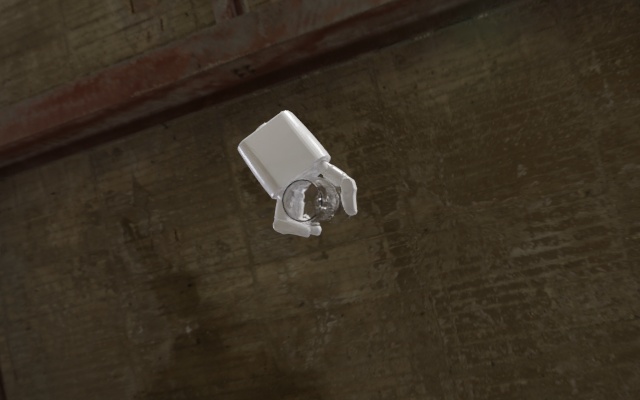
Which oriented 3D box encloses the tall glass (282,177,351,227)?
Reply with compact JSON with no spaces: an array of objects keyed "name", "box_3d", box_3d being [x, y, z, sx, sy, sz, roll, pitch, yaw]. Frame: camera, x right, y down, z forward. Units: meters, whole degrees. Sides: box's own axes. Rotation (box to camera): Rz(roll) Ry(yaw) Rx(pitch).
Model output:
[{"name":"tall glass","box_3d":[0.000,0.003,0.784,0.079,0.079,0.201,0,-1,16]}]
